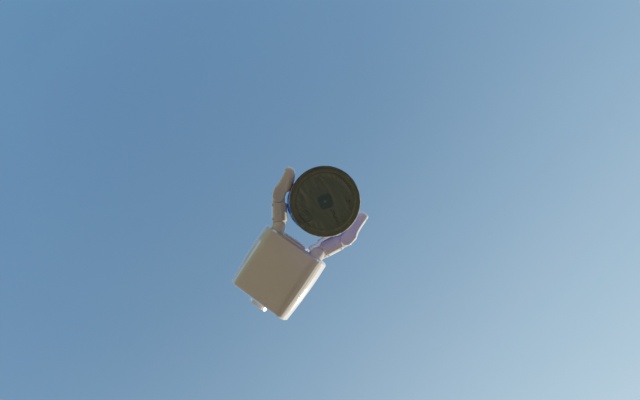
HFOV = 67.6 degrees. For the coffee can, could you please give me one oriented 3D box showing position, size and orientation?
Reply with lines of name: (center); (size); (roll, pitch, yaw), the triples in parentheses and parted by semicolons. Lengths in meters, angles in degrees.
coffee can: (0.000, 0.002, 0.748); (0.103, 0.103, 0.140); (0, -1, -6)
